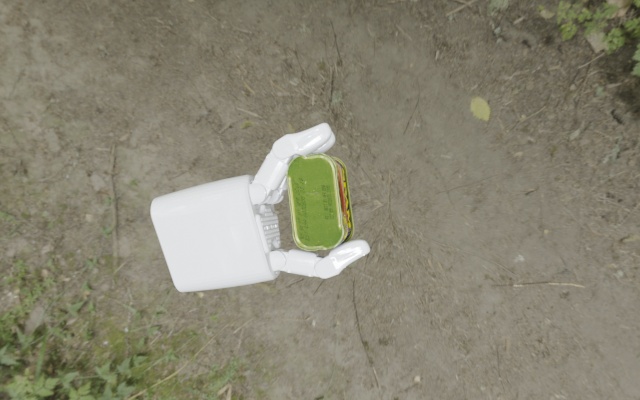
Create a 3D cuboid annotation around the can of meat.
[{"bbox_3d":[0.000,0.002,0.507,0.057,0.102,0.084,-7,-1,9],"label":"can of meat"}]
